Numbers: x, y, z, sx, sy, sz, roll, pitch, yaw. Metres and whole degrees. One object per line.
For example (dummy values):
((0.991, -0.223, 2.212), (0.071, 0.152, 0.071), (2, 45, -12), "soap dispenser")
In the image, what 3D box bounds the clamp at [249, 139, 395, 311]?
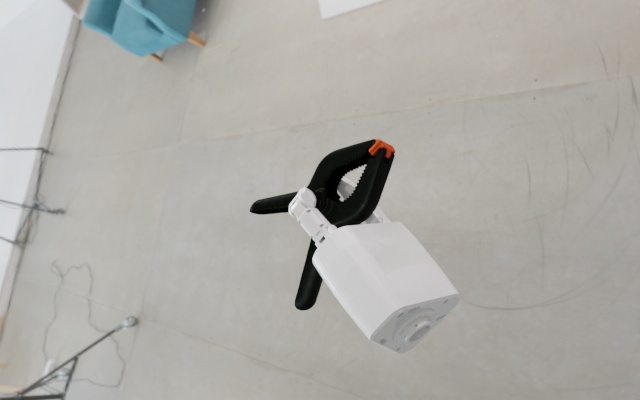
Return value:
((0.000, 0.001, 0.566), (0.036, 0.210, 0.164), (15, 30, -50), "clamp")
